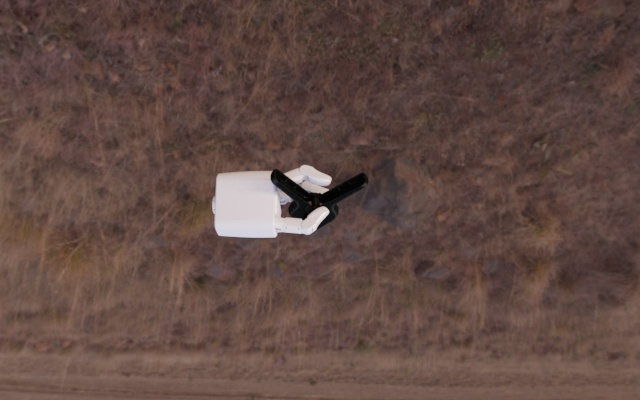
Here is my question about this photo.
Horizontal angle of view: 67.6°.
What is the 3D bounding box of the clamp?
[{"bbox_3d":[0.000,0.004,0.875,0.164,0.036,0.210,0,-28,1],"label":"clamp"}]
